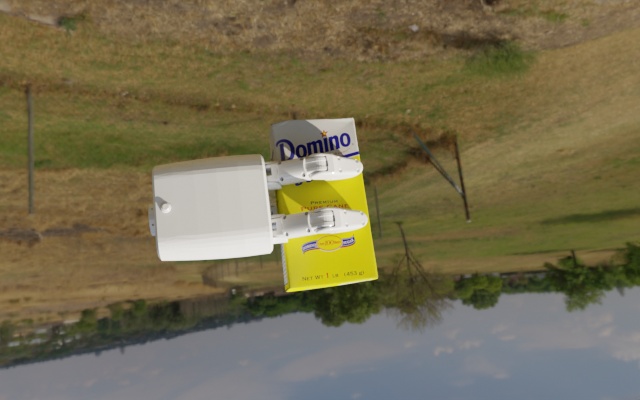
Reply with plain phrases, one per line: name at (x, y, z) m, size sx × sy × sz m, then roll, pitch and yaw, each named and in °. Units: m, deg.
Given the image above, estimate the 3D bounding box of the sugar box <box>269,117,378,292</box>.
sugar box at (0.000, 0.002, 0.503) m, size 0.093 × 0.176 × 0.048 m, roll -6°, pitch -11°, yaw -11°
